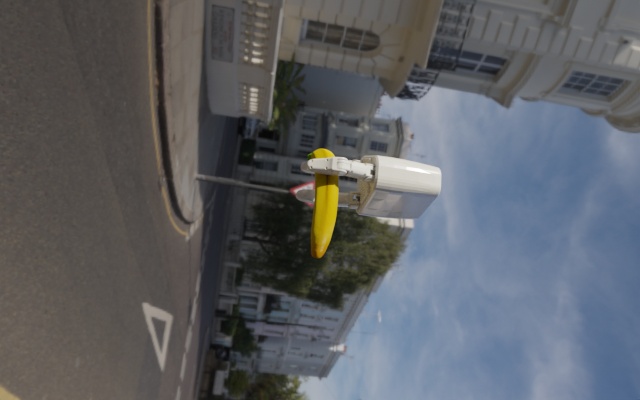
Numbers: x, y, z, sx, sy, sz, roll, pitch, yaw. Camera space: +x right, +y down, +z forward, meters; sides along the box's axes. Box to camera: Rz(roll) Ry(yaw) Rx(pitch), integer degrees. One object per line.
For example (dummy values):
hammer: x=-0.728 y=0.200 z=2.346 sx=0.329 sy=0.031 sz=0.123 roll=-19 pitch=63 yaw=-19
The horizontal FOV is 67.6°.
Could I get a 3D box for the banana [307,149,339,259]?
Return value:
banana: x=0.005 y=-0.011 z=0.730 sx=0.037 sy=0.197 sz=0.070 roll=8 pitch=-35 yaw=-13
